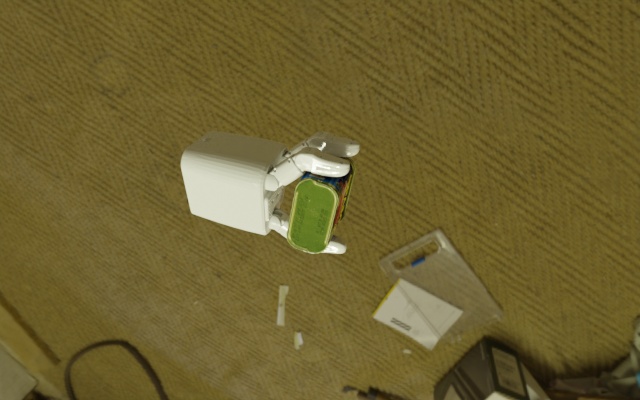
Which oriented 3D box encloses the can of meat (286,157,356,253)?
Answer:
[{"bbox_3d":[0.000,0.002,0.578,0.057,0.102,0.084,17,30,8],"label":"can of meat"}]
